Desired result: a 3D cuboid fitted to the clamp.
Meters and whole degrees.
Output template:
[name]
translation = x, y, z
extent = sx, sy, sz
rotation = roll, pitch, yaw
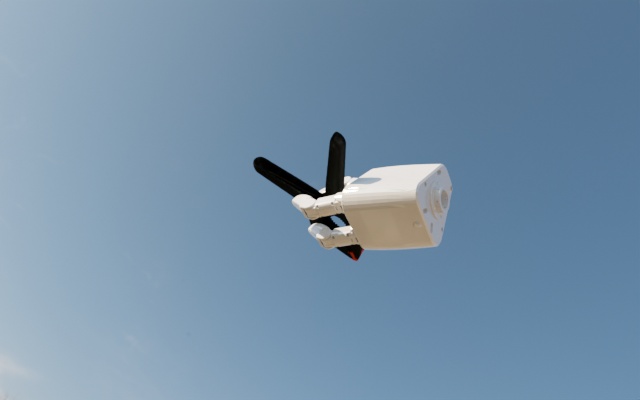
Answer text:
[clamp]
translation = 0.001, 0.002, 0.699
extent = 0.164, 0.210, 0.036
rotation = -4, 35, 37
